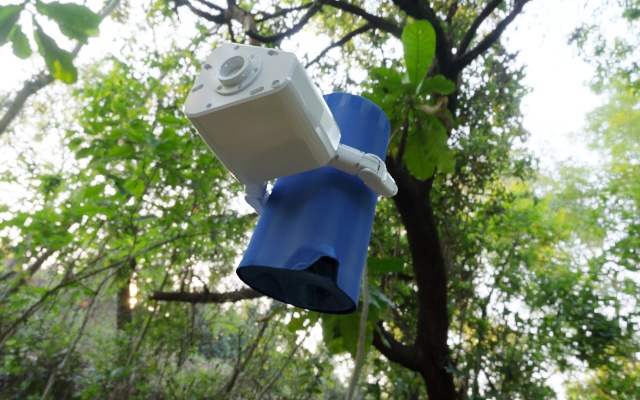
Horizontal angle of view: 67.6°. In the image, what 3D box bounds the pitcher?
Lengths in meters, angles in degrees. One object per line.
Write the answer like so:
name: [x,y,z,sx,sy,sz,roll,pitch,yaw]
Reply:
pitcher: [0.000,0.002,0.560,0.149,0.242,0.145,3,-30,28]
